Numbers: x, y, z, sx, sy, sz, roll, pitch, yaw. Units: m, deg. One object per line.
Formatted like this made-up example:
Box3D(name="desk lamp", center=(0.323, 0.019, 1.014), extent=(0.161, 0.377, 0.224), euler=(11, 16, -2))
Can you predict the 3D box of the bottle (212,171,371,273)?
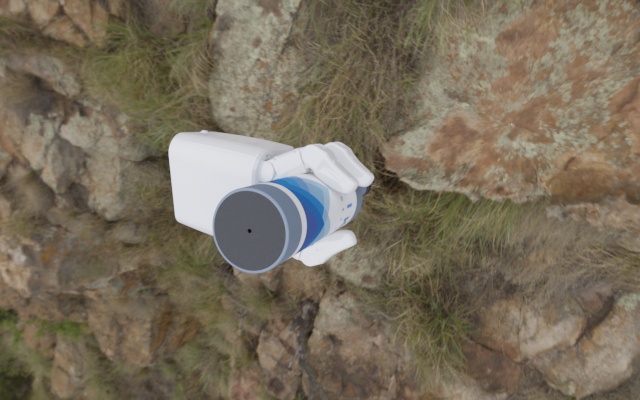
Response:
Box3D(name="bottle", center=(0.000, 0.002, 0.494), extent=(0.069, 0.069, 0.295), euler=(0, 8, 22))
